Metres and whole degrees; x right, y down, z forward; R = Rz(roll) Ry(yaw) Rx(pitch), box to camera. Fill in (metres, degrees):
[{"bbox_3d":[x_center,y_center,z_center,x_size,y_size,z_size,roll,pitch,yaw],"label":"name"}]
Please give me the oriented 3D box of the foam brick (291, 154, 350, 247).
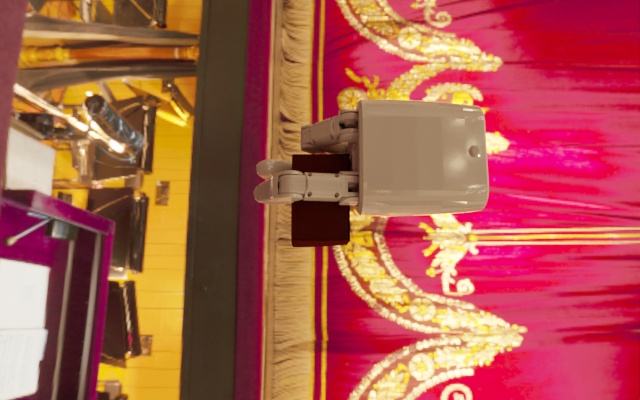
[{"bbox_3d":[0.000,0.002,0.429,0.051,0.078,0.053,1,-10,-1],"label":"foam brick"}]
